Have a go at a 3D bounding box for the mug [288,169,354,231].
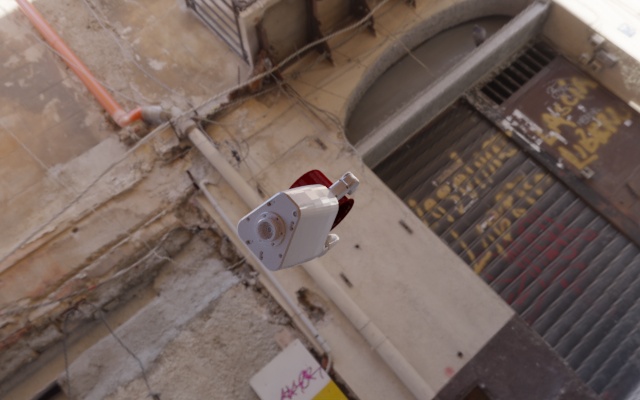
[{"bbox_3d":[0.001,0.002,0.794,0.081,0.093,0.117,46,24,17],"label":"mug"}]
